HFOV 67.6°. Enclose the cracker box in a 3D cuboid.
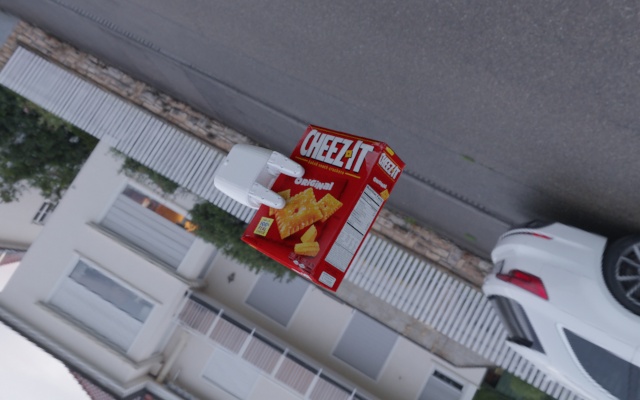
[{"bbox_3d":[0.000,0.003,0.707,0.164,0.213,0.072,22,-11,43],"label":"cracker box"}]
